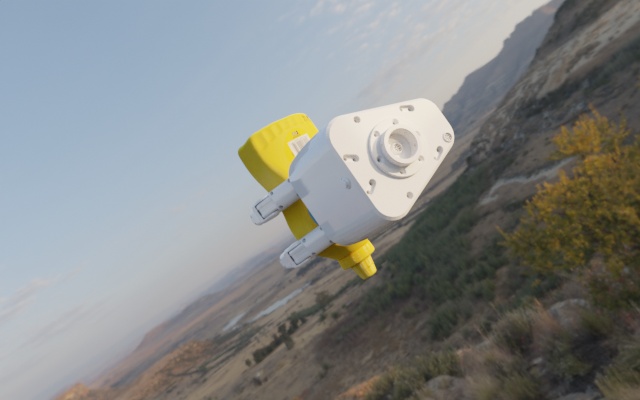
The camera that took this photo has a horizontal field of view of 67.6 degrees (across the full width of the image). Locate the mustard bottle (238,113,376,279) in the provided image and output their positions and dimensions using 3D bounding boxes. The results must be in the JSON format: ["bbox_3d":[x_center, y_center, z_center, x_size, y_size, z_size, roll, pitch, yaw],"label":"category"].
[{"bbox_3d":[0.000,0.002,0.518,0.096,0.191,0.058,-34,-1,-46],"label":"mustard bottle"}]
